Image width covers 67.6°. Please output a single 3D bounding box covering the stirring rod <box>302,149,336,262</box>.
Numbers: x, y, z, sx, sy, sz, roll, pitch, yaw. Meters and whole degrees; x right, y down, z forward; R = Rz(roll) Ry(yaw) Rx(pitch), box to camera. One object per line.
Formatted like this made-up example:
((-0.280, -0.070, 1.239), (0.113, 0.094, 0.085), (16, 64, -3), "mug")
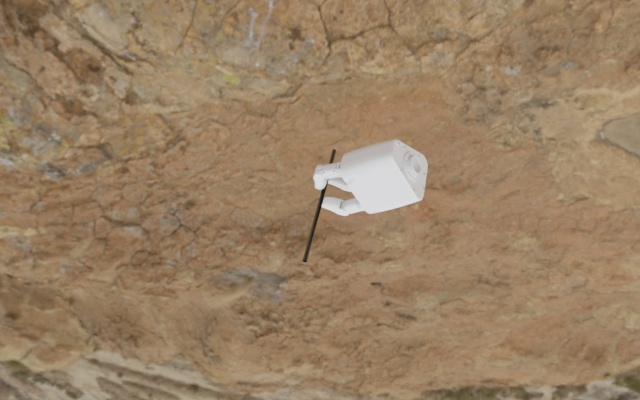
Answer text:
((0.000, 0.003, 0.871), (0.011, 0.239, 0.011), (11, -30, 7), "stirring rod")
